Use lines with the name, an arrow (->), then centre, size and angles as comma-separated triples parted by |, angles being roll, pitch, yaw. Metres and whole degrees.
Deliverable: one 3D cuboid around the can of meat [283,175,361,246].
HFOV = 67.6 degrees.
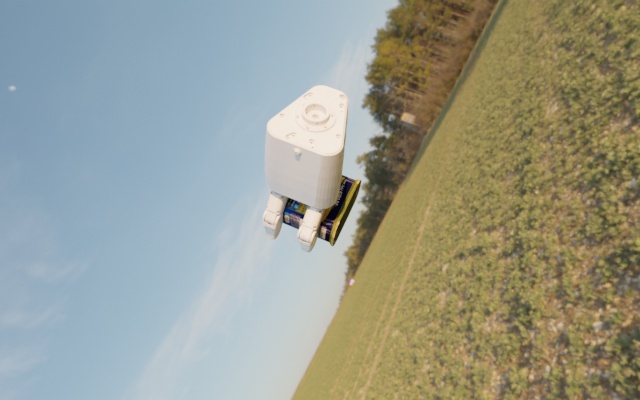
can of meat -> 0.000, 0.002, 0.680 | 0.084, 0.102, 0.057 | 22, -29, 10
